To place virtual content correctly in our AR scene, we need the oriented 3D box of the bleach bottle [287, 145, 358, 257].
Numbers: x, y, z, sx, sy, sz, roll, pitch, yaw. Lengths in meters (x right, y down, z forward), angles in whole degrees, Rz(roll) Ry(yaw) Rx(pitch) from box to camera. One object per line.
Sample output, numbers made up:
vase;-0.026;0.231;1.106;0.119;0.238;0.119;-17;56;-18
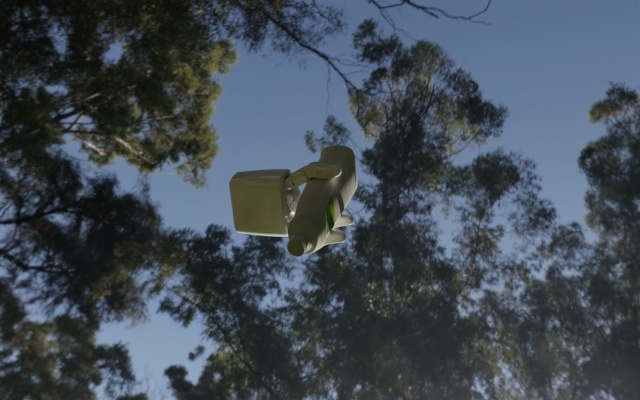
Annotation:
bleach bottle;0.000;0.003;0.810;0.068;0.103;0.250;1;30;20
